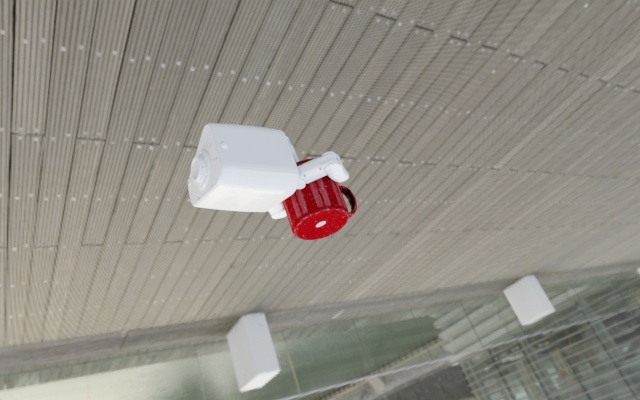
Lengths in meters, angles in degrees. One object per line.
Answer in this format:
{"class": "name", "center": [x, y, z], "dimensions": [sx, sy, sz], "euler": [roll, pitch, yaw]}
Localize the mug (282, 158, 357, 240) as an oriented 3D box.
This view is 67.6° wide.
{"class": "mug", "center": [0.001, 0.002, 0.670], "dimensions": [0.117, 0.081, 0.093], "euler": [3, -37, -33]}
